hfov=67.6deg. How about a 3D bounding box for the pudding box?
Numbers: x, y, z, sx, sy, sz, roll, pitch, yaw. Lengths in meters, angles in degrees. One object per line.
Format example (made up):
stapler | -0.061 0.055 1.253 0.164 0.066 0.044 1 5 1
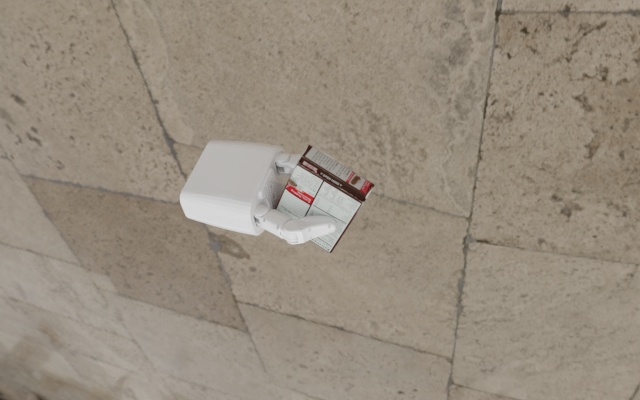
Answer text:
pudding box | 0.000 0.002 0.569 0.090 0.039 0.114 31 -41 2
